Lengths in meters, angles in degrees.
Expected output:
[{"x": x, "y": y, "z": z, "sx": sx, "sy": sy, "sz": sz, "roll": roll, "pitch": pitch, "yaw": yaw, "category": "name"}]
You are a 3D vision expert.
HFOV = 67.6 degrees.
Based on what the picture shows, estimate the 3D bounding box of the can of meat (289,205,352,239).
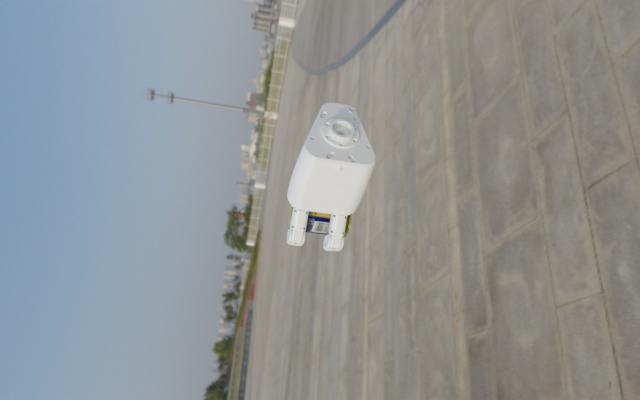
[{"x": 0.000, "y": 0.002, "z": 0.718, "sx": 0.084, "sy": 0.102, "sz": 0.057, "roll": 8, "pitch": -34, "yaw": -9, "category": "can of meat"}]
